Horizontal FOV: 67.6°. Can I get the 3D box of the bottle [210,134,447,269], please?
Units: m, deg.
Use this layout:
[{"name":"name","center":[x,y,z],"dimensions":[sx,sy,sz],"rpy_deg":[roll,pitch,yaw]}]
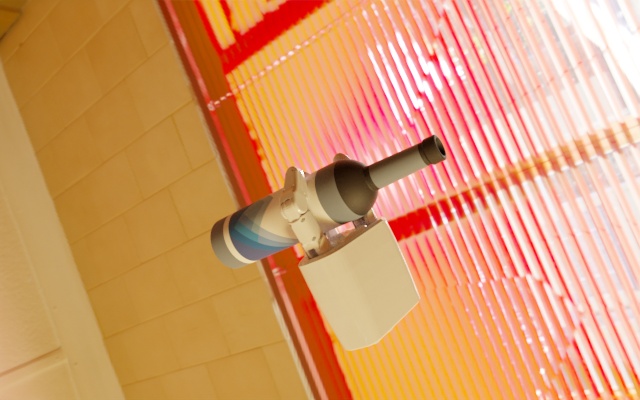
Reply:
[{"name":"bottle","center":[0.000,0.002,0.533],"dimensions":[0.296,0.069,0.069],"rpy_deg":[-25,-13,31]}]
